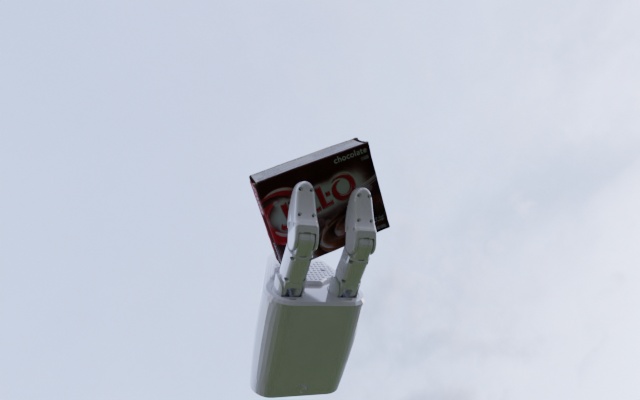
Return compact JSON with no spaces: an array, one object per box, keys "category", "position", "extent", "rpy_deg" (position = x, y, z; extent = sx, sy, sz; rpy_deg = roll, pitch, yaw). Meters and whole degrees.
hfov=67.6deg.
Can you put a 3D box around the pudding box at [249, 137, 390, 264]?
[{"category":"pudding box","position":[0.000,0.001,0.449],"extent":[0.113,0.090,0.039],"rpy_deg":[-22,23,-13]}]
